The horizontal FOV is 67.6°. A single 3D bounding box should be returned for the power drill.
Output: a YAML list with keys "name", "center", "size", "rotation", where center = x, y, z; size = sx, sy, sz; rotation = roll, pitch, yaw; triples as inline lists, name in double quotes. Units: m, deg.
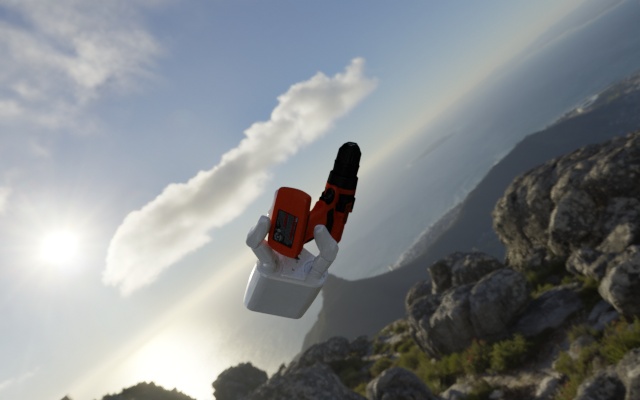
- name: "power drill"
  center: [0.000, 0.003, 0.749]
  size: [0.057, 0.184, 0.187]
  rotation: [21, 20, 26]
